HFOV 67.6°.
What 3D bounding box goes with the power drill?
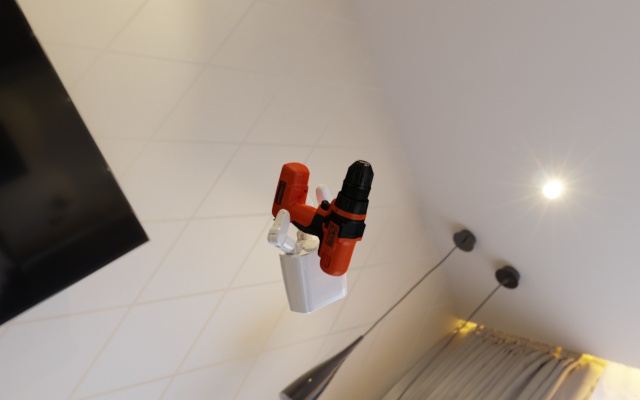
[{"bbox_3d":[0.000,0.003,0.764,0.057,0.184,0.187,4,20,-39],"label":"power drill"}]
